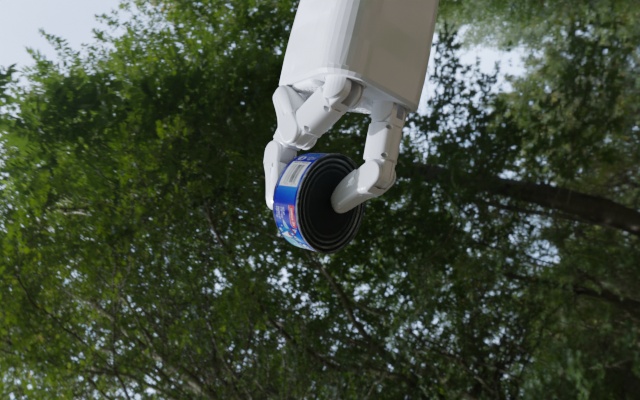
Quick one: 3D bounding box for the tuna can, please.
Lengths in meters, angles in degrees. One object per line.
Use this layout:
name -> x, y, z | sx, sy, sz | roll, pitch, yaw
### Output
tuna can -> 0.000, 0.001, 0.414 | 0.034, 0.086, 0.086 | 8, 5, 43
